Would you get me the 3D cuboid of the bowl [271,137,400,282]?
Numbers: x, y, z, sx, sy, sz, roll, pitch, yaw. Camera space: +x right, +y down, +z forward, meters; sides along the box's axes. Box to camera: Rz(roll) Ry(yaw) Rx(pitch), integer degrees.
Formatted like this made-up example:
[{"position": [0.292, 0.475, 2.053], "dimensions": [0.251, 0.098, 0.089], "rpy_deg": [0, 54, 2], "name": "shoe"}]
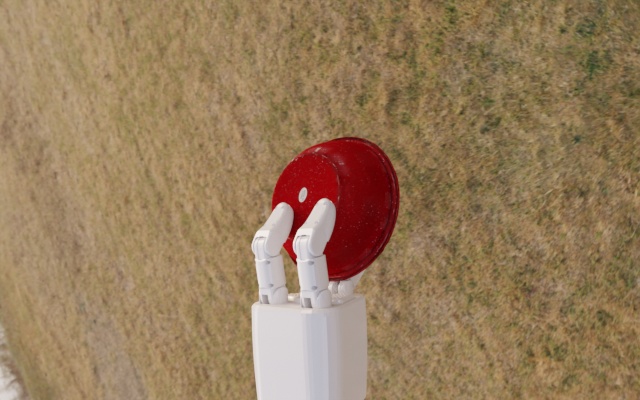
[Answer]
[{"position": [0.000, 0.000, 0.502], "dimensions": [0.162, 0.162, 0.055], "rpy_deg": [0, -13, 41], "name": "bowl"}]
